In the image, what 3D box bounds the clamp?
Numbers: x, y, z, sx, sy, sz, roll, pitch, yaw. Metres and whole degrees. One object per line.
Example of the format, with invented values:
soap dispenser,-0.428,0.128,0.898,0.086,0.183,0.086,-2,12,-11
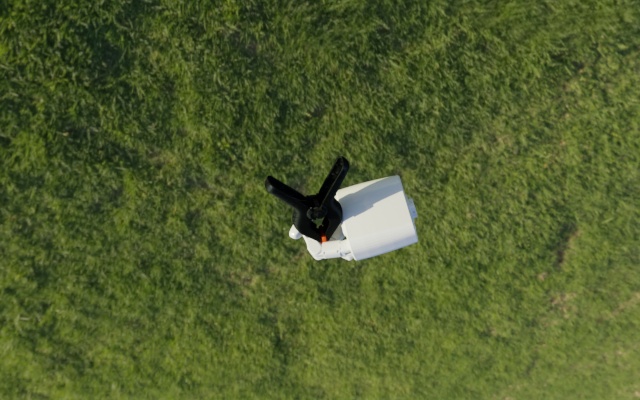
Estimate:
clamp,0.000,0.003,0.715,0.120,0.039,0.172,-17,-38,8
